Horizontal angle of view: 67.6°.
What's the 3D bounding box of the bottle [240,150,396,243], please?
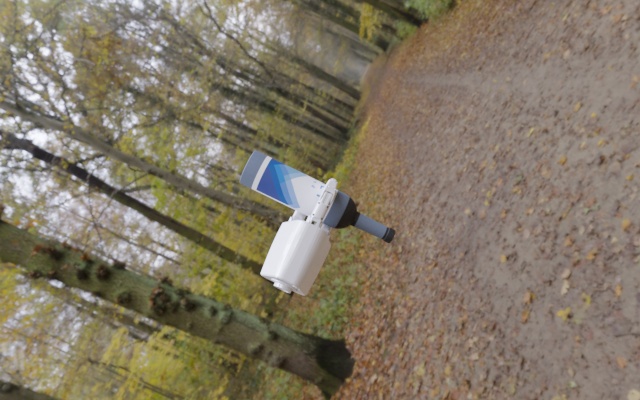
[{"bbox_3d":[0.000,0.003,0.873,0.296,0.069,0.069,26,-1,-3],"label":"bottle"}]
